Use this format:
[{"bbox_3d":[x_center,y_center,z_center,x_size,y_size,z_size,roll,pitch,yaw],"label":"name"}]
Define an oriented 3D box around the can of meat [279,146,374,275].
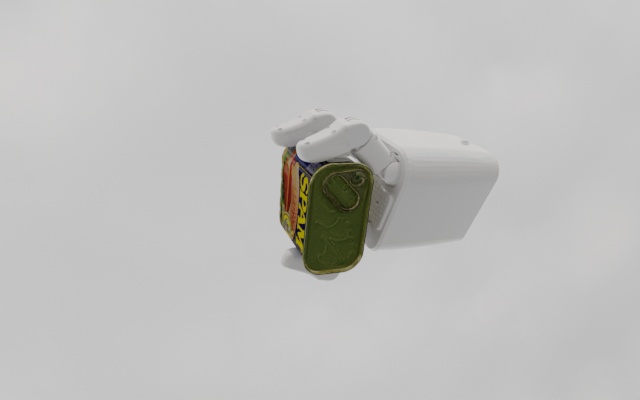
[{"bbox_3d":[0.000,0.001,0.433,0.057,0.102,0.084,-4,24,-22],"label":"can of meat"}]
